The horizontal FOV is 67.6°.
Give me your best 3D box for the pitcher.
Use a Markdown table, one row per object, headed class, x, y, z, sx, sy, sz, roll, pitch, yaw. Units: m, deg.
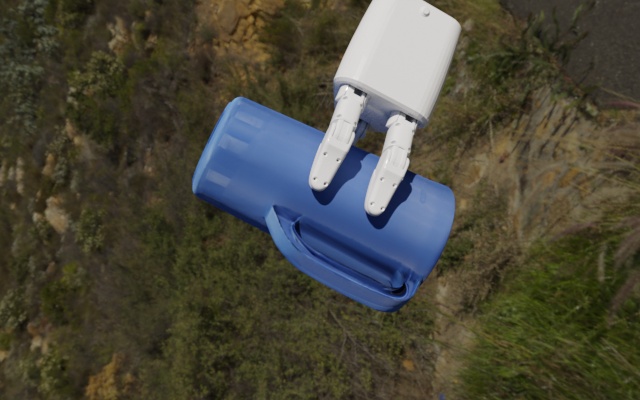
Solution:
| class | x | y | z | sx | sy | sz | roll | pitch | yaw |
| --- | --- | --- | --- | --- | --- | --- | --- | --- | --- |
| pitcher | 0.000 | 0.001 | 0.478 | 0.243 | 0.145 | 0.149 | 25 | -6 | -10 |
